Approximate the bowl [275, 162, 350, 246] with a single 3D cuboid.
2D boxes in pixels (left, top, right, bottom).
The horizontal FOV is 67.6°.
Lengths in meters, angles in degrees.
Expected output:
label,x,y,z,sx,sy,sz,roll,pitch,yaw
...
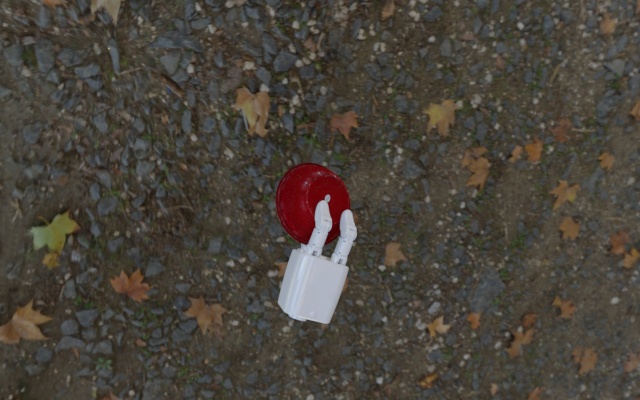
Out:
label,x,y,z,sx,sy,sz,roll,pitch,yaw
bowl,0.000,0.002,0.885,0.162,0.162,0.055,0,-9,-33
